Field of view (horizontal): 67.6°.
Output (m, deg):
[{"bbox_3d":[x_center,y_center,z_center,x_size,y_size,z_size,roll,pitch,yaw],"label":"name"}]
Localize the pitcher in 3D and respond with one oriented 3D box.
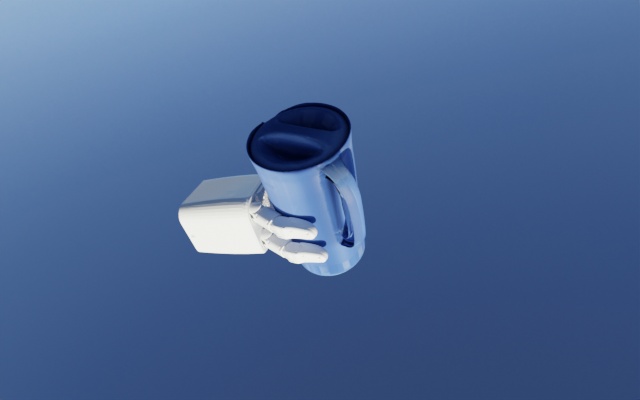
[{"bbox_3d":[0.000,0.002,0.662,0.145,0.149,0.243,-2,-43,14],"label":"pitcher"}]
